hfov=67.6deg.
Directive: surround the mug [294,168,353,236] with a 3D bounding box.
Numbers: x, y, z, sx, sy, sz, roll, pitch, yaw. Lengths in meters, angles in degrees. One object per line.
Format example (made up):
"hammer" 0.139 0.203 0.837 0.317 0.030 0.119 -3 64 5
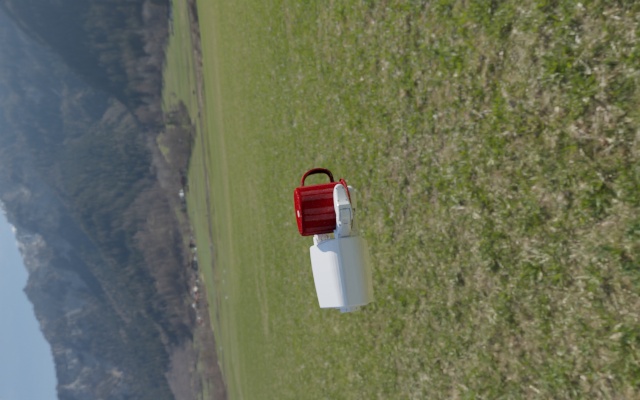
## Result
"mug" 0.000 0.001 0.785 0.081 0.117 0.093 -7 -12 -9
